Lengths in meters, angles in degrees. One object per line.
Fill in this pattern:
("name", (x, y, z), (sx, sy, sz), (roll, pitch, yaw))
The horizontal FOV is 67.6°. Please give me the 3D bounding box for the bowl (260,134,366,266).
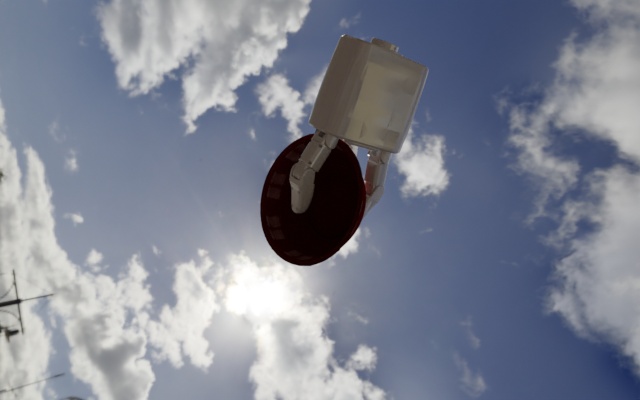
("bowl", (0.000, 0.003, 0.589), (0.162, 0.162, 0.055), (0, -10, 40))
